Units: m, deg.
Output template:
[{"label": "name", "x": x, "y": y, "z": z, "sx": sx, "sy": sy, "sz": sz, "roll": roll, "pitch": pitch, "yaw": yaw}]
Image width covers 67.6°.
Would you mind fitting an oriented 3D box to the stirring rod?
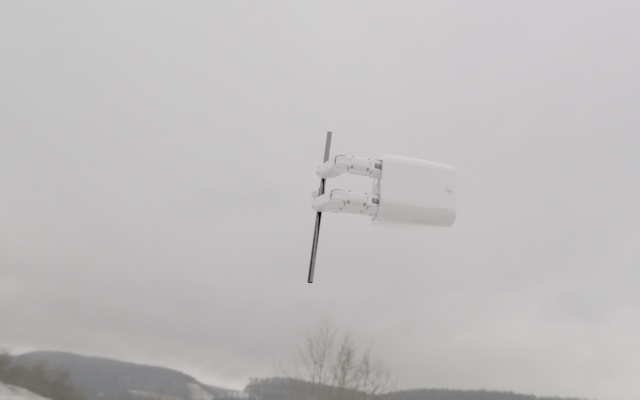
[{"label": "stirring rod", "x": 0.000, "y": 0.002, "z": 0.692, "sx": 0.011, "sy": 0.239, "sz": 0.011, "roll": 6, "pitch": -25, "yaw": 3}]
